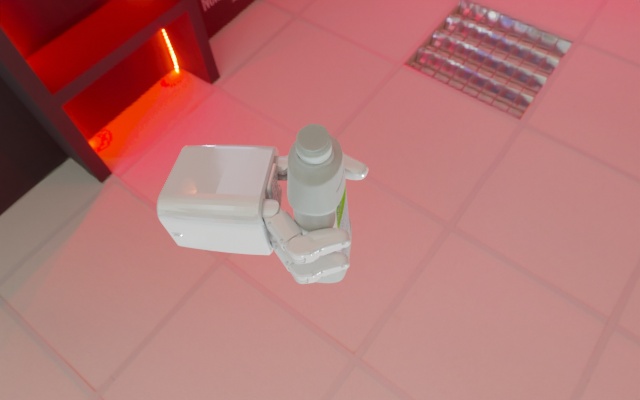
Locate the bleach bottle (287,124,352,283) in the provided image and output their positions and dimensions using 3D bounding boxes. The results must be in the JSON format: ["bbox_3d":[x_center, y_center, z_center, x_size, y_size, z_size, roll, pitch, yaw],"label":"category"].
[{"bbox_3d":[0.000,0.002,0.511,0.068,0.102,0.251,3,-29,5],"label":"bleach bottle"}]
